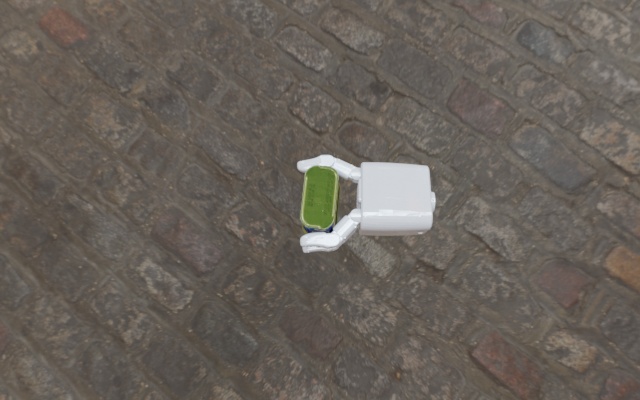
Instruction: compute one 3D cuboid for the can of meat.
[{"bbox_3d":[0.000,0.002,0.741,0.057,0.102,0.084,5,-11,3],"label":"can of meat"}]
